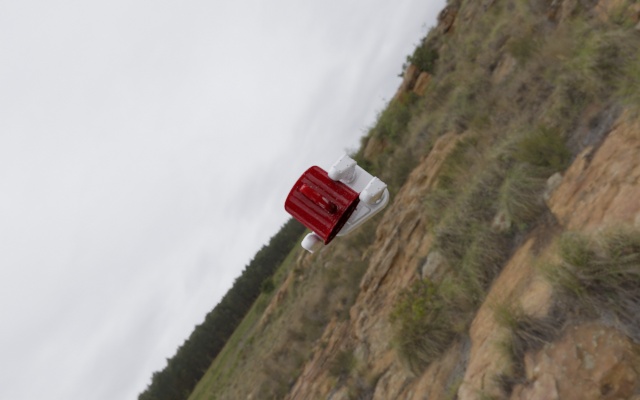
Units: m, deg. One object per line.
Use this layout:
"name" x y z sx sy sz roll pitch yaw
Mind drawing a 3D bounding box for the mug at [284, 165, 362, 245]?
"mug" 0.000 0.002 0.672 0.081 0.093 0.117 35 1 10
